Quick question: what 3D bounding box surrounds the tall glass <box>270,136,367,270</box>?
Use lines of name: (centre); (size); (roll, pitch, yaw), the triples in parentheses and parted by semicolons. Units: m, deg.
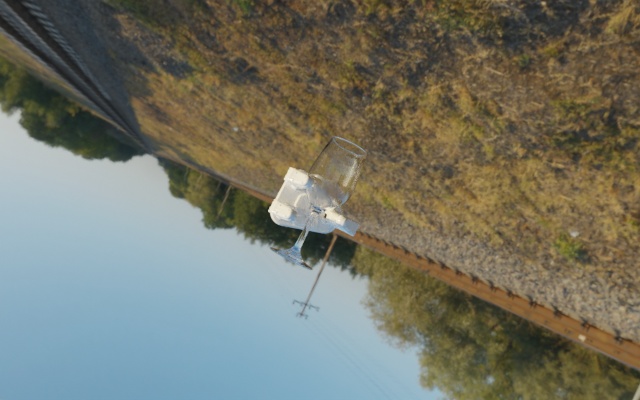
tall glass: (0.000, 0.003, 0.743); (0.079, 0.201, 0.079); (27, -4, 2)
